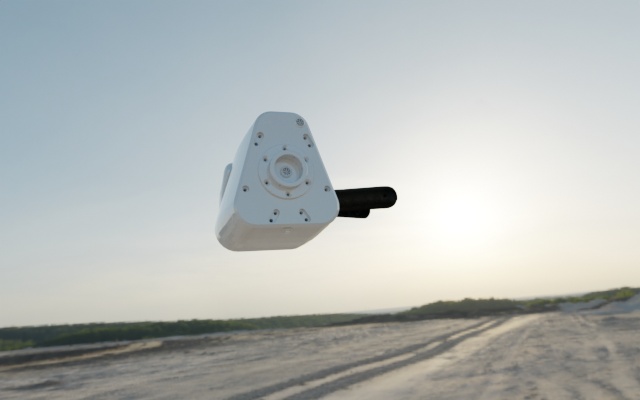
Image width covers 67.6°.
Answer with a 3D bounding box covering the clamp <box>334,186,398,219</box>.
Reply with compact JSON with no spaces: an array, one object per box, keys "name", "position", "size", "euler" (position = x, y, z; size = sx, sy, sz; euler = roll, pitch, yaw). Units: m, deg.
[{"name":"clamp","position":[0.000,0.001,0.547],"size":[0.171,0.039,0.120],"euler":[-1,-14,-19]}]
